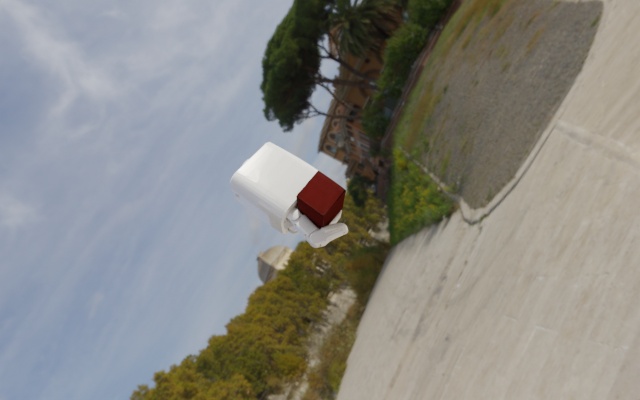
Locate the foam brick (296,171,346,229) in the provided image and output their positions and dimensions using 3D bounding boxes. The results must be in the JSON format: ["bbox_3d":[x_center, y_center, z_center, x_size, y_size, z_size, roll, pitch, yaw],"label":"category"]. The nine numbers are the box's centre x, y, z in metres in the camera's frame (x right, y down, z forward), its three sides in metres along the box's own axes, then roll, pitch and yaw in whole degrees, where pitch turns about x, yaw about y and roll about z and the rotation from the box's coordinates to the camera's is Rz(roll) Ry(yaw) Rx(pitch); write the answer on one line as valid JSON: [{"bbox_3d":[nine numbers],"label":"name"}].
[{"bbox_3d":[0.000,0.002,0.703,0.051,0.053,0.078,38,-17,11],"label":"foam brick"}]
